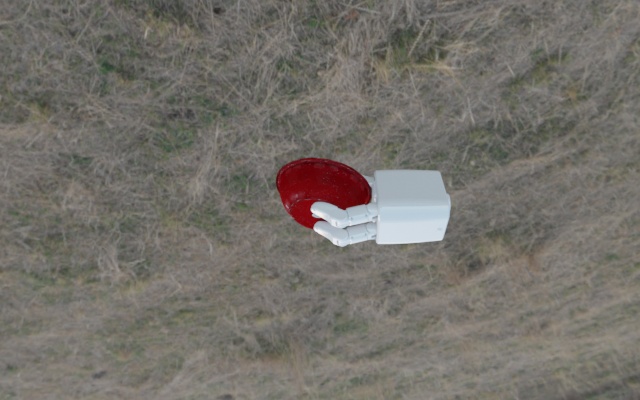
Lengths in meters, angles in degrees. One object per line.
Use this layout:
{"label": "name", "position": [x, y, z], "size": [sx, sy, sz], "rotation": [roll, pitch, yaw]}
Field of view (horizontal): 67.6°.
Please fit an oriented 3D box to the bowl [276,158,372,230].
{"label": "bowl", "position": [-0.001, 0.003, 0.776], "size": [0.162, 0.055, 0.162], "rotation": [8, -34, 6]}
